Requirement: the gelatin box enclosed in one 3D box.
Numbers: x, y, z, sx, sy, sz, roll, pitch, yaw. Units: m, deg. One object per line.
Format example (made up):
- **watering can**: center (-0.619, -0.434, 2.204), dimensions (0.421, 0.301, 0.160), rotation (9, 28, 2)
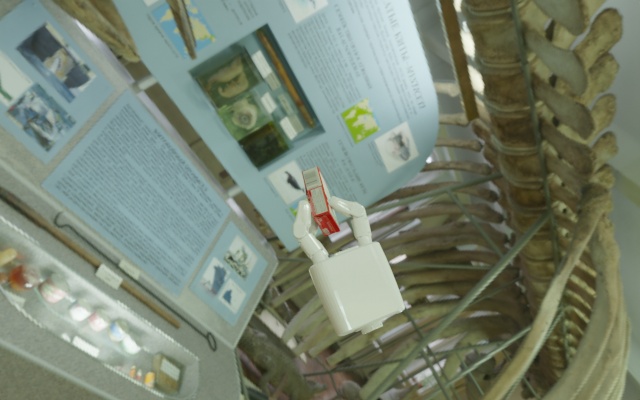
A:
- **gelatin box**: center (0.000, 0.002, 0.759), dimensions (0.030, 0.089, 0.073), rotation (-18, -30, 6)
